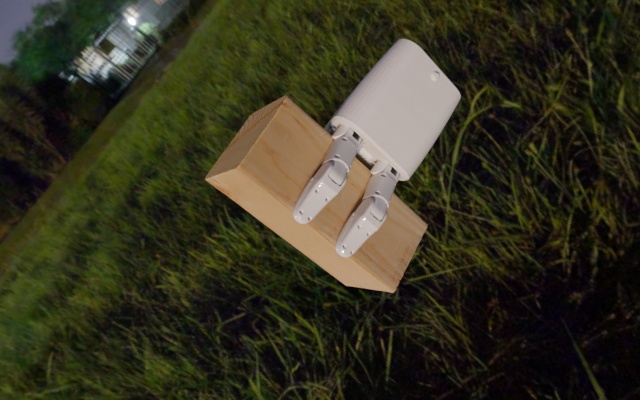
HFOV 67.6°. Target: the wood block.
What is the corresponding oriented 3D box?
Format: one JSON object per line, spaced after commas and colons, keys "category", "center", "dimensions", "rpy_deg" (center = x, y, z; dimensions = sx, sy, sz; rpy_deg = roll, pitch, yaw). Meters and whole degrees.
{"category": "wood block", "center": [0.000, 0.001, 0.495], "dimensions": [0.206, 0.090, 0.091], "rpy_deg": [40, -22, -23]}
